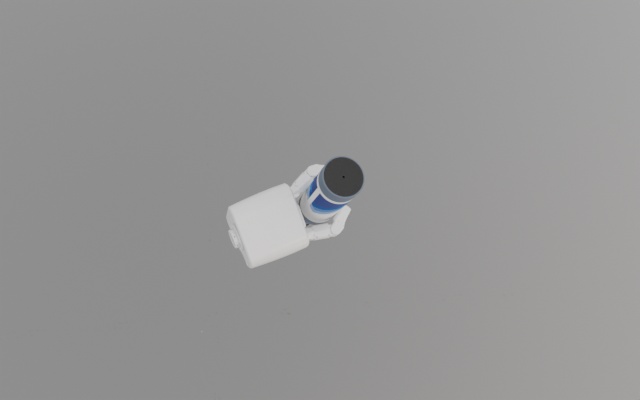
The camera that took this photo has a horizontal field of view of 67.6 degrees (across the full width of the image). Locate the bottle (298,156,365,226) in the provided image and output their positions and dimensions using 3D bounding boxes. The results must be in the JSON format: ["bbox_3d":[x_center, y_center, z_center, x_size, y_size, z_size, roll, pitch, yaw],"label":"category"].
[{"bbox_3d":[0.000,0.003,0.845,0.069,0.069,0.296,0,-15,-14],"label":"bottle"}]
